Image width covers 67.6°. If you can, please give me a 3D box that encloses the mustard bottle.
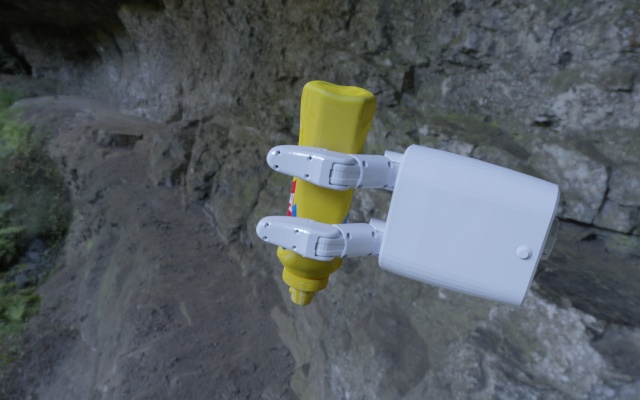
[{"bbox_3d":[0.000,0.001,0.401,0.058,0.192,0.096,9,18,-5],"label":"mustard bottle"}]
